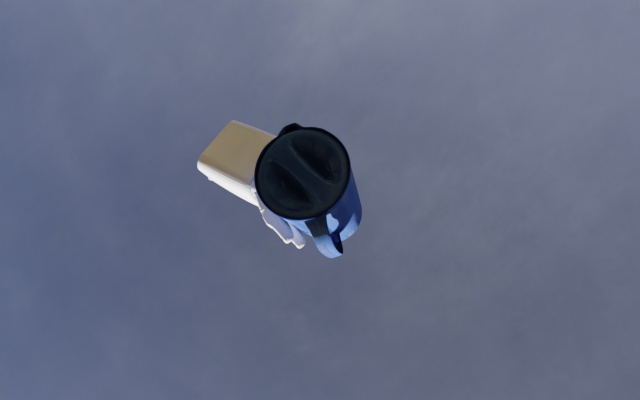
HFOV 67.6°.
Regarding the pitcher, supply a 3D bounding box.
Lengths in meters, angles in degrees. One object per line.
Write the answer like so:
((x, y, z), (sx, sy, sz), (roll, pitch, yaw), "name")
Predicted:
((0.000, 0.002, 0.739), (0.145, 0.149, 0.243), (24, -9, 18), "pitcher")
